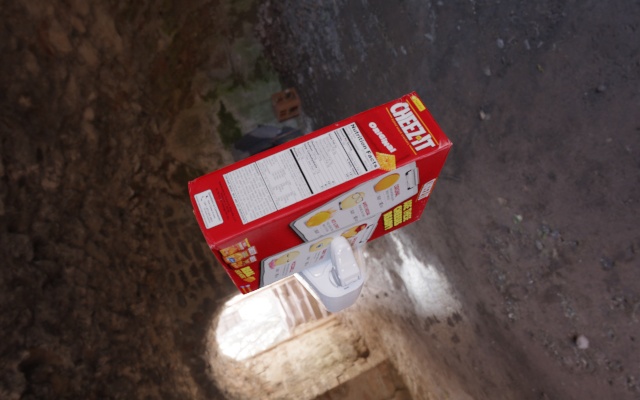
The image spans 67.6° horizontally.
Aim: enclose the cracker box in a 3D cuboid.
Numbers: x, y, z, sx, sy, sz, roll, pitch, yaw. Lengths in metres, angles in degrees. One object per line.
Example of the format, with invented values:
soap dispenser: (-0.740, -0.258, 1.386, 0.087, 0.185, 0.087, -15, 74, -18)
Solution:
cracker box: (0.000, 0.002, 0.457, 0.213, 0.072, 0.164, -23, -23, -9)
